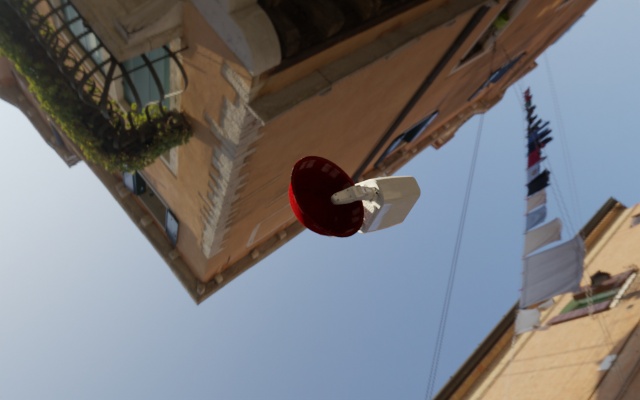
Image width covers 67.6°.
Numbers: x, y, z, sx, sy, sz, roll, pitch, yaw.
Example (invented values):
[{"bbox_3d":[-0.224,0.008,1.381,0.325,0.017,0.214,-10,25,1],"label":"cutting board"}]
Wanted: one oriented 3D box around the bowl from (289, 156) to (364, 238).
[{"bbox_3d":[-0.001,0.003,0.847,0.162,0.162,0.055,0,-28,-43],"label":"bowl"}]
